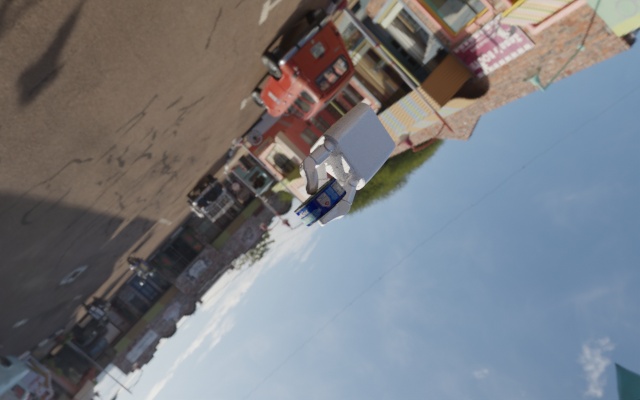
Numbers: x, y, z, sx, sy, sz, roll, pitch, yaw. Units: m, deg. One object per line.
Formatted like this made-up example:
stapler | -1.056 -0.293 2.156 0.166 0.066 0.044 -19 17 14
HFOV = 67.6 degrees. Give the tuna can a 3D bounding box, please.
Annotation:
tuna can | 0.000 0.003 0.759 0.086 0.034 0.086 -41 4 4
